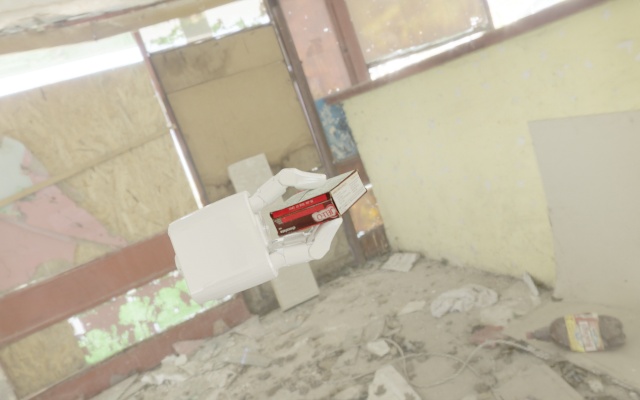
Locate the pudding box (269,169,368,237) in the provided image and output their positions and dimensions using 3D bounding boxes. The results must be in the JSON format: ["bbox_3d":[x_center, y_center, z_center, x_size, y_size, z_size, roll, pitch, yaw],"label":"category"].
[{"bbox_3d":[0.000,0.002,0.609,0.090,0.039,0.113,-18,11,27],"label":"pudding box"}]
